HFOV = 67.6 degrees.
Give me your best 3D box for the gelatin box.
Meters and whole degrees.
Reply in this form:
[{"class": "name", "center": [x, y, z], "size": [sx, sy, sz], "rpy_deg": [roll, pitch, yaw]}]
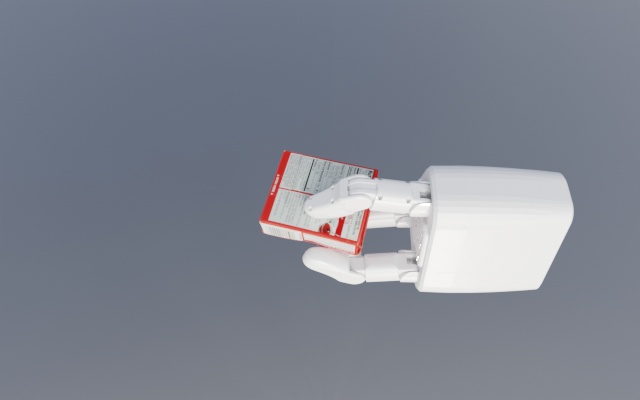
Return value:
[{"class": "gelatin box", "center": [0.000, 0.001, 0.417], "size": [0.089, 0.073, 0.030], "rpy_deg": [13, -24, 7]}]
